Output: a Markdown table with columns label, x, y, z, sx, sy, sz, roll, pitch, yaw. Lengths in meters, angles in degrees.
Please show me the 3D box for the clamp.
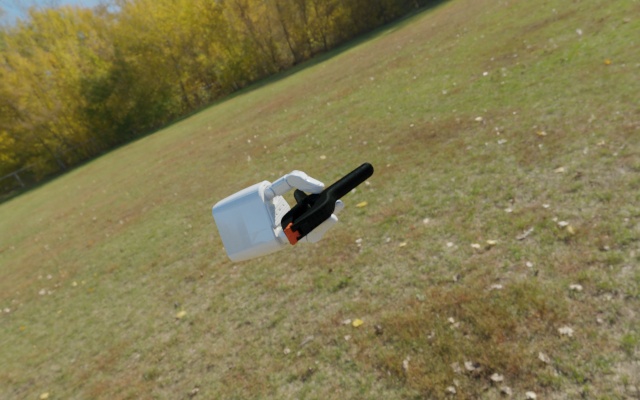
| label | x | y | z | sx | sy | sz | roll | pitch | yaw |
| --- | --- | --- | --- | --- | --- | --- | --- | --- | --- |
| clamp | -0.001 | 0.002 | 0.778 | 0.164 | 0.036 | 0.210 | -23 | 17 | 24 |
